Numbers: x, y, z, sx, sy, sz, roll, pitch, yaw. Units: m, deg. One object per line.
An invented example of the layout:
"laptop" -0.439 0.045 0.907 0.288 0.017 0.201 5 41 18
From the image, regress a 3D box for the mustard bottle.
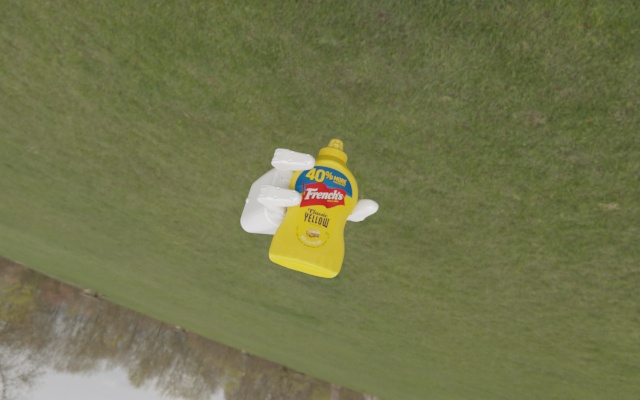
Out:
"mustard bottle" 0.000 0.002 0.655 0.096 0.191 0.058 16 -20 -2
